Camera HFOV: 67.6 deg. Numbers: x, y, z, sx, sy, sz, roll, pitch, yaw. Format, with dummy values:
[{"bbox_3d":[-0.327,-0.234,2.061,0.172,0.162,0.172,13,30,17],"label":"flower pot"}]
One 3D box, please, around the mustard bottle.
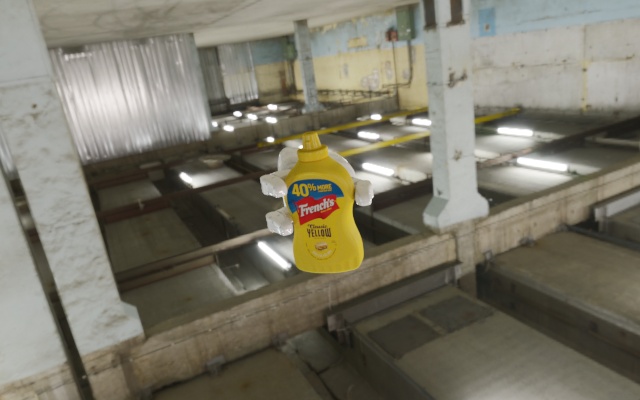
[{"bbox_3d":[0.000,0.002,0.646,0.096,0.192,0.058,-2,20,19],"label":"mustard bottle"}]
